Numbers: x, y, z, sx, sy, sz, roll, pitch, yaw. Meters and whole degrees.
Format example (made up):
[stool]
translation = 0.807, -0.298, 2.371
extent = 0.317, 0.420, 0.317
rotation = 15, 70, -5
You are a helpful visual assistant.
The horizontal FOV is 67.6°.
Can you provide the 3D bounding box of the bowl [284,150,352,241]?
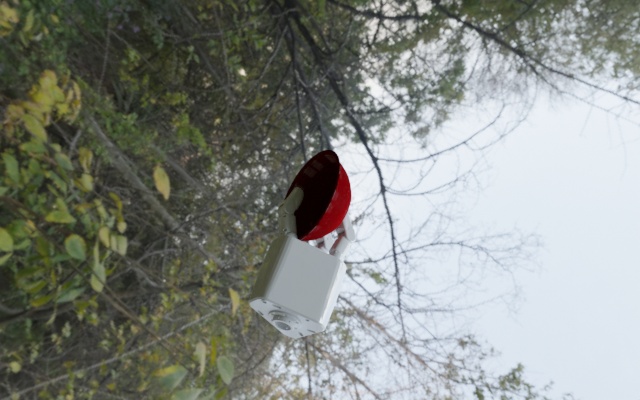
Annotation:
[bowl]
translation = 0.001, 0.001, 0.762
extent = 0.055, 0.162, 0.162
rotation = 27, -13, -27
